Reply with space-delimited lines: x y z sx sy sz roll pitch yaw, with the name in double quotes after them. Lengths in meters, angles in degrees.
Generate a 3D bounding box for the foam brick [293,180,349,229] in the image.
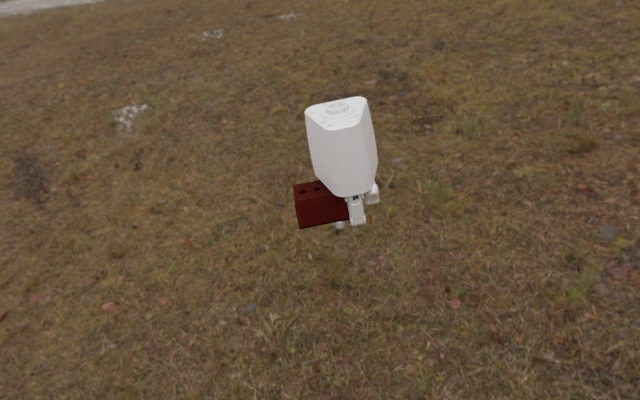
0.000 0.003 0.724 0.078 0.051 0.053 -12 32 1 "foam brick"
